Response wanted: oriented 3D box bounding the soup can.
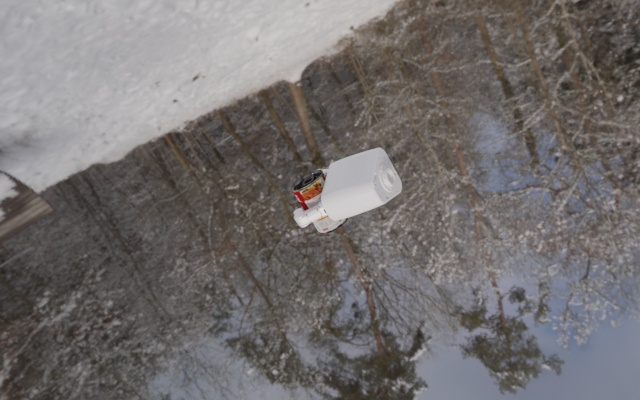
[{"bbox_3d":[0.000,0.003,0.891,0.068,0.102,0.068,-28,19,11],"label":"soup can"}]
